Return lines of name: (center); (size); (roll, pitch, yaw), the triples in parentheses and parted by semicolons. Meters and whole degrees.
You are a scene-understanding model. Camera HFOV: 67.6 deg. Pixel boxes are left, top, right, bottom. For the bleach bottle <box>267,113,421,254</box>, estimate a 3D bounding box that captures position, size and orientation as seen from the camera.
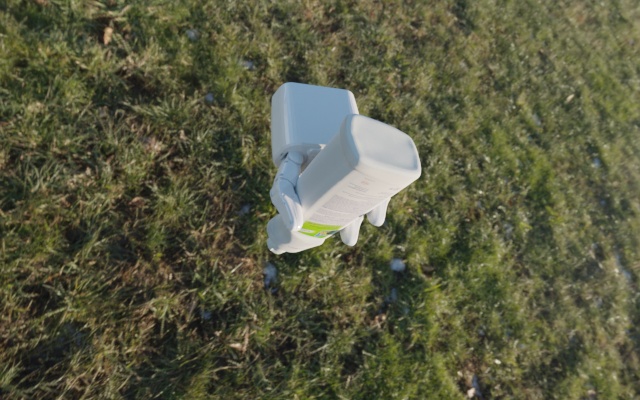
bleach bottle: (0.000, 0.002, 0.576); (0.102, 0.068, 0.251); (14, -36, -32)
